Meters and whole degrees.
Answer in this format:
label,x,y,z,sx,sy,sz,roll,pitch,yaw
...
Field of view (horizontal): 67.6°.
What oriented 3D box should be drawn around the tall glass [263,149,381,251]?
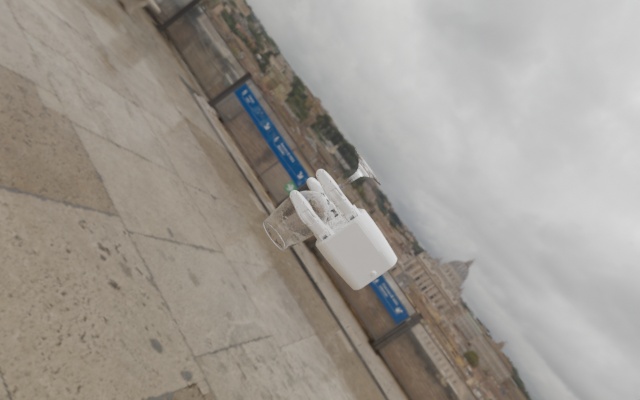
label,x,y,z,sx,sy,sz,roll,pitch,yaw
tall glass,0.001,0.002,0.808,0.201,0.079,0.079,-36,-4,6
